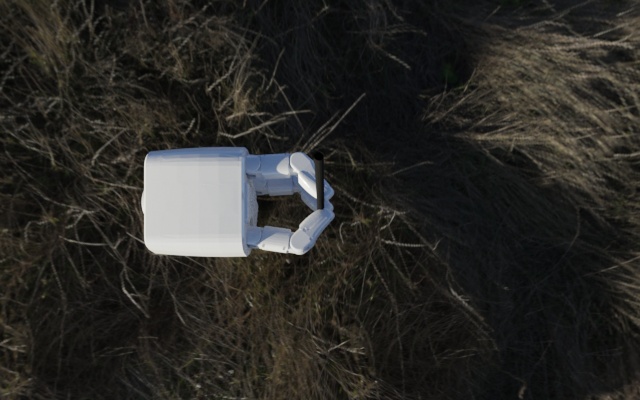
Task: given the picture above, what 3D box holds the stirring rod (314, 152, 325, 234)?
[{"bbox_3d":[0.000,0.002,0.500,0.011,0.011,0.240,0,-18,1],"label":"stirring rod"}]
